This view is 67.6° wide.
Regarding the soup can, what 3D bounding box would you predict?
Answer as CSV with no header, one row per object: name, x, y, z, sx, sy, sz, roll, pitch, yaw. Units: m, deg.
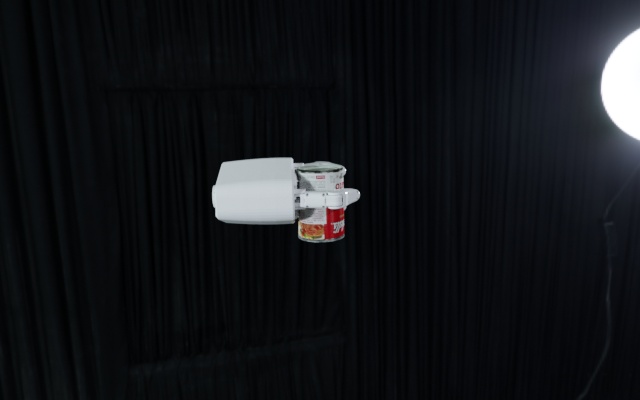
soup can,0.001,0.002,0.690,0.068,0.102,0.068,-1,11,0
